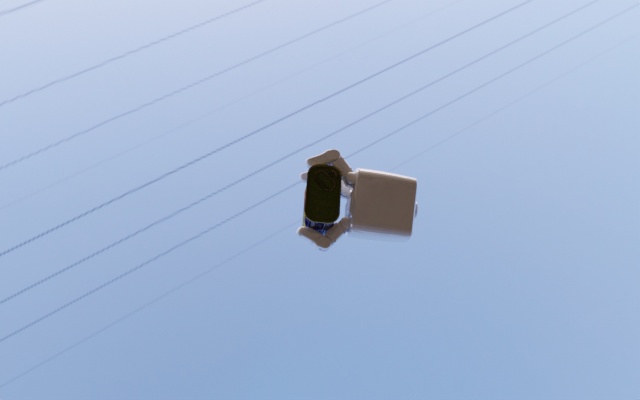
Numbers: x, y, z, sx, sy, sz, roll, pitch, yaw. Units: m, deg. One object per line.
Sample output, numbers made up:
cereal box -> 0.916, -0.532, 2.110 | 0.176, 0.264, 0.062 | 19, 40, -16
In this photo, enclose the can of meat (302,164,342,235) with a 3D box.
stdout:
can of meat -> 0.000, 0.003, 0.806 | 0.057, 0.102, 0.084 | 6, -22, -5
